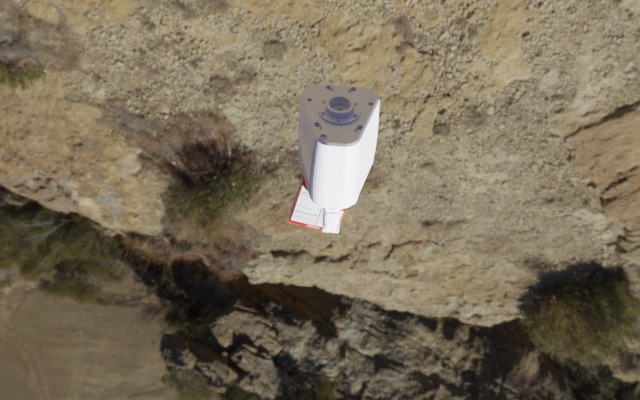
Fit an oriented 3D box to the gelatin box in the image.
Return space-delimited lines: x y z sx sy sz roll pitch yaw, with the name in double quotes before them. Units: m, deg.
"gelatin box" 0.000 0.003 0.687 0.073 0.030 0.089 13 -45 -8
